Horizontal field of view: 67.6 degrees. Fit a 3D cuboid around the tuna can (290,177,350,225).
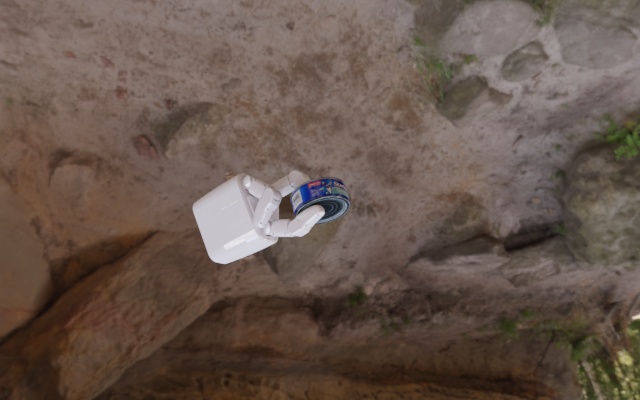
[{"bbox_3d":[0.000,0.003,0.713,0.086,0.033,0.086,-12,-29,-6],"label":"tuna can"}]
